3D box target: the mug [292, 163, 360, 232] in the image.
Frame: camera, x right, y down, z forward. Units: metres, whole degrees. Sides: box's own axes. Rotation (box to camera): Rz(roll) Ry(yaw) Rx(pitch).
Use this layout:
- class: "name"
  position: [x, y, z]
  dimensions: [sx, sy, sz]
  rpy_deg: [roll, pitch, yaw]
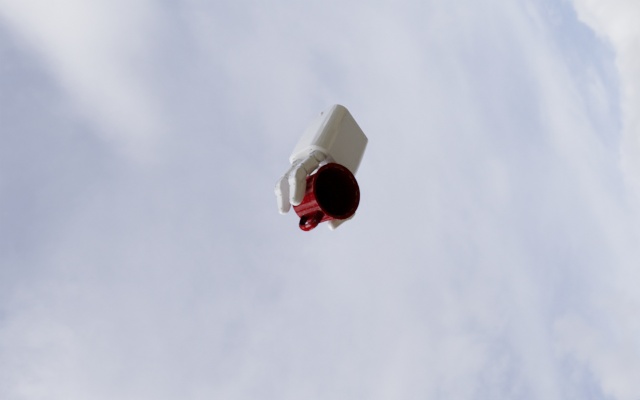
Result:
- class: "mug"
  position: [-0.001, 0.004, 0.781]
  dimensions: [0.093, 0.117, 0.081]
  rpy_deg: [38, -31, -21]
